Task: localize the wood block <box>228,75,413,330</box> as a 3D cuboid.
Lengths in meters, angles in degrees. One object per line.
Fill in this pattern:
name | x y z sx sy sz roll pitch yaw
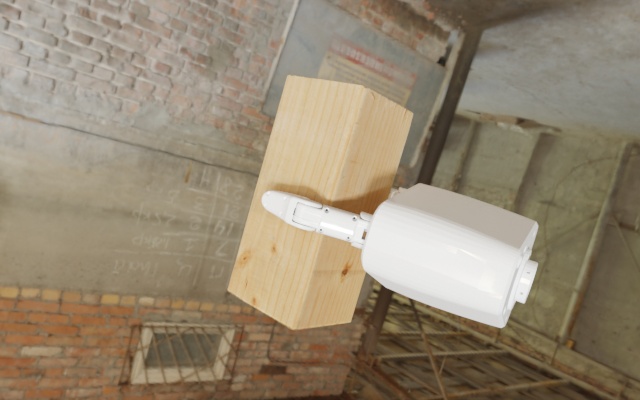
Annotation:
wood block | 0.000 0.002 0.442 0.090 0.206 0.091 19 5 38
